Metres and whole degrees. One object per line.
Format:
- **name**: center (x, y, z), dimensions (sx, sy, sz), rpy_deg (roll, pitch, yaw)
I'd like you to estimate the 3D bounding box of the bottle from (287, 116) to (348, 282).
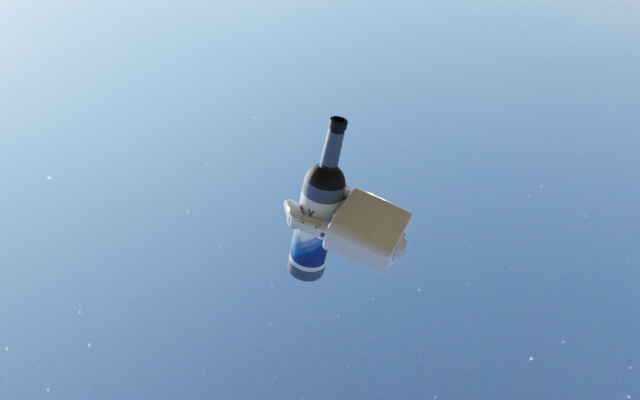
- **bottle**: center (0.000, 0.003, 0.774), dimensions (0.069, 0.296, 0.069), rpy_deg (9, 34, -6)
